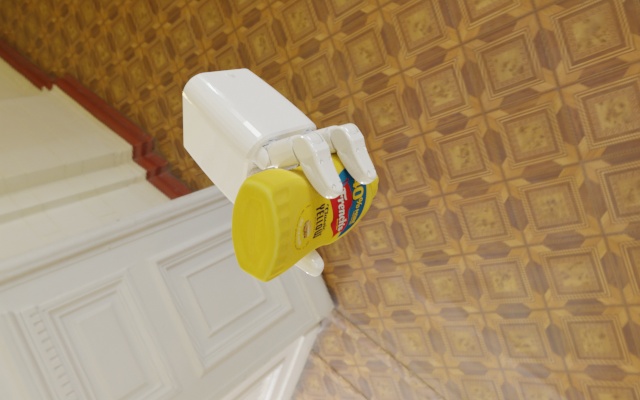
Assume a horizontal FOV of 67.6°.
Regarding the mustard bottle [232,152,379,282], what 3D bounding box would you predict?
[{"bbox_3d":[0.000,0.002,0.473,0.058,0.096,0.191,22,29,31],"label":"mustard bottle"}]
